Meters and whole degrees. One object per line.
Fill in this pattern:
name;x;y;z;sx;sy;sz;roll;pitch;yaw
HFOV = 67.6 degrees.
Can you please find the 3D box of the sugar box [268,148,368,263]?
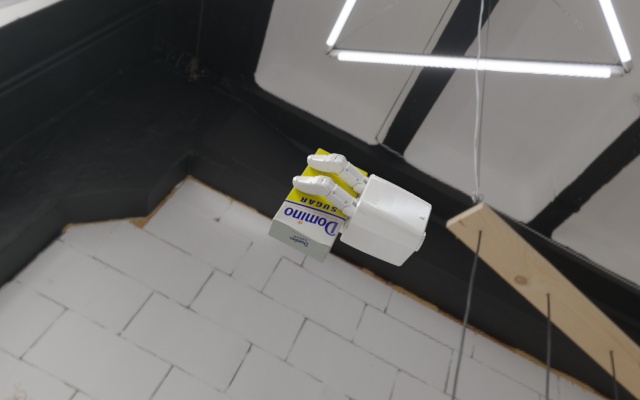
sugar box;0.000;0.002;0.732;0.093;0.048;0.176;27;45;2
